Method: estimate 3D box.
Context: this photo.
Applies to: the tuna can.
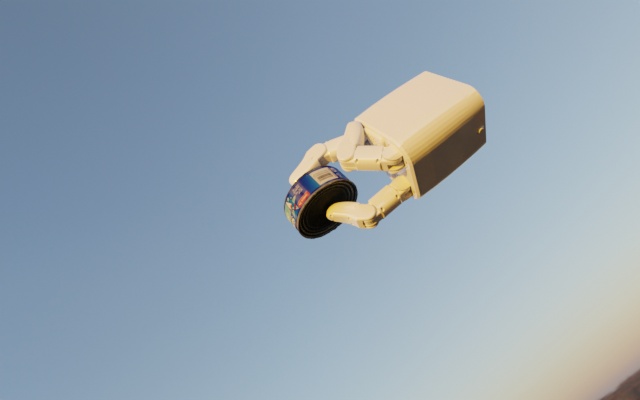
[{"bbox_3d":[0.000,0.002,0.561,0.086,0.086,0.033,0,36,-46],"label":"tuna can"}]
